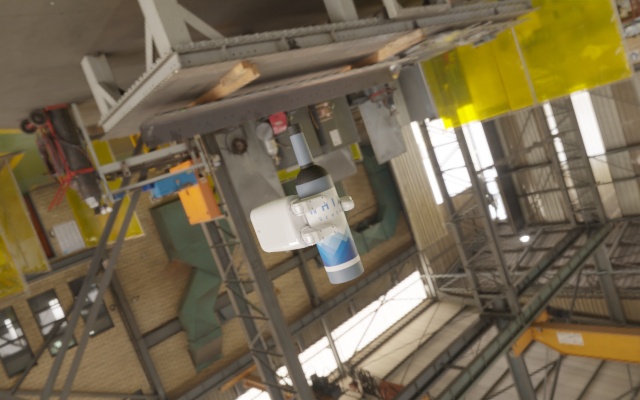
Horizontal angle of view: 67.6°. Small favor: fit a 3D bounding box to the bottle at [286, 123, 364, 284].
[{"bbox_3d":[0.000,0.003,0.870,0.069,0.296,0.069,-20,6,2],"label":"bottle"}]
